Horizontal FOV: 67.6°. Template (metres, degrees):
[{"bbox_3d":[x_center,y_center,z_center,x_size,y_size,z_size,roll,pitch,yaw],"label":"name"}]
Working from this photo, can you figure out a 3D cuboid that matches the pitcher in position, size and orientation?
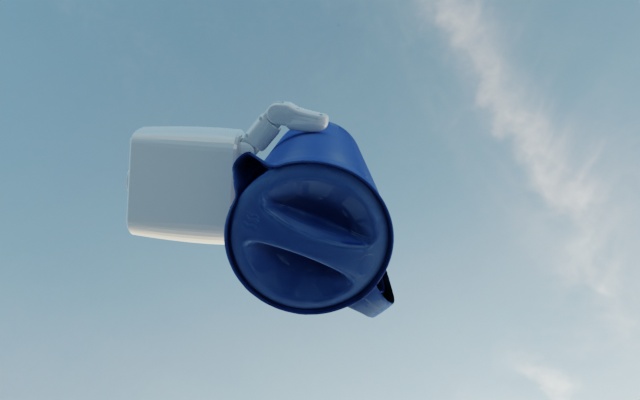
[{"bbox_3d":[0.000,0.002,0.481,0.145,0.149,0.242,3,20,1],"label":"pitcher"}]
